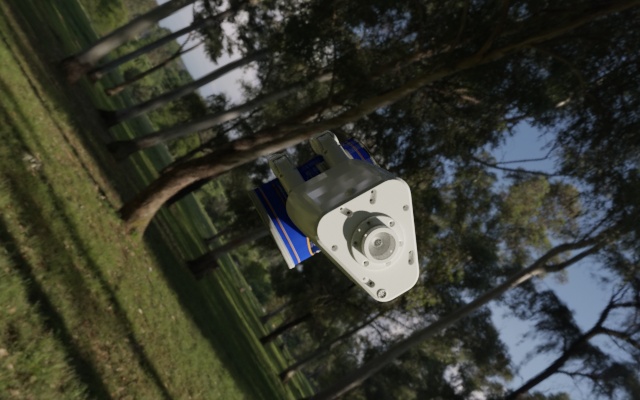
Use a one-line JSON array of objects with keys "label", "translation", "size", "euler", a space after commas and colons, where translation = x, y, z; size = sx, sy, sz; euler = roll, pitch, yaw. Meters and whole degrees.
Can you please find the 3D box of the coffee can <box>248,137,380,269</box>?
[{"label": "coffee can", "translation": [0.000, 0.002, 0.566], "size": [0.140, 0.103, 0.103], "euler": [-29, 4, -8]}]
